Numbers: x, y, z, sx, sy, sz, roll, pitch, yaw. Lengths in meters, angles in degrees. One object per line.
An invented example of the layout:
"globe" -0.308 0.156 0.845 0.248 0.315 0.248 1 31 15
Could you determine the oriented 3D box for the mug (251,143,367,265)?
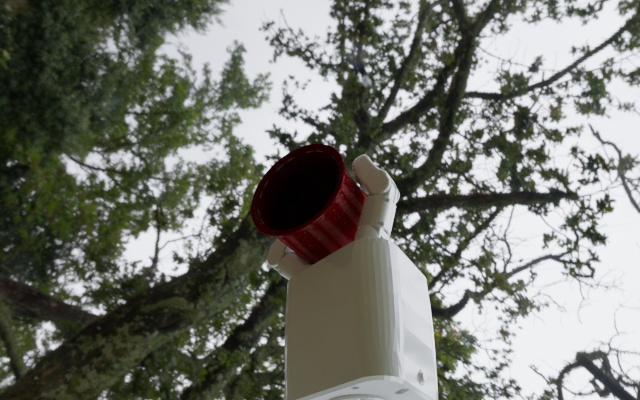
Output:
"mug" 0.000 0.000 0.431 0.093 0.117 0.081 -19 -43 25
